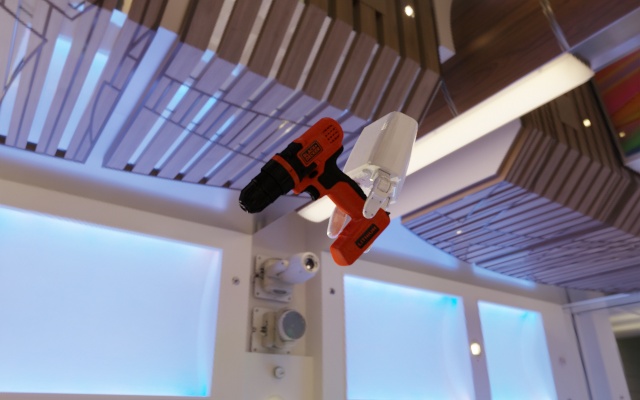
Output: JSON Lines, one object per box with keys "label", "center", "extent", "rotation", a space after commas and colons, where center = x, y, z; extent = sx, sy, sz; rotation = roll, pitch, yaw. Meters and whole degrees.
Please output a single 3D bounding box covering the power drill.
{"label": "power drill", "center": [0.001, 0.002, 0.680], "extent": [0.184, 0.188, 0.057], "rotation": [-43, 18, -17]}
